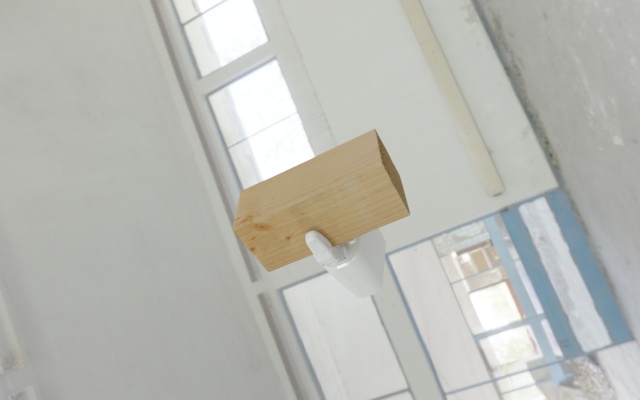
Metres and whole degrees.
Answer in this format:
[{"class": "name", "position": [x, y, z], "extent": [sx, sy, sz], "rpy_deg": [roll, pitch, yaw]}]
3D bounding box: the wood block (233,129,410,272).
[{"class": "wood block", "position": [0.000, 0.003, 0.628], "extent": [0.206, 0.090, 0.090], "rpy_deg": [-24, 34, 15]}]
